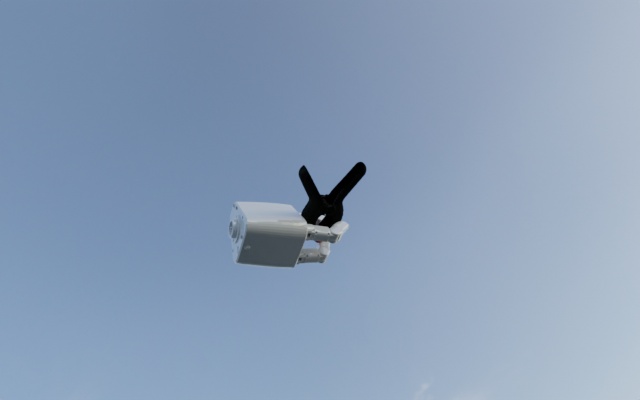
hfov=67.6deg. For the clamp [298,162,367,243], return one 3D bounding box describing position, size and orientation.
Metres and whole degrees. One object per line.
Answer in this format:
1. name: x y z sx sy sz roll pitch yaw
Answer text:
1. clamp: 0.000 0.002 0.822 0.120 0.171 0.039 6 33 -25
